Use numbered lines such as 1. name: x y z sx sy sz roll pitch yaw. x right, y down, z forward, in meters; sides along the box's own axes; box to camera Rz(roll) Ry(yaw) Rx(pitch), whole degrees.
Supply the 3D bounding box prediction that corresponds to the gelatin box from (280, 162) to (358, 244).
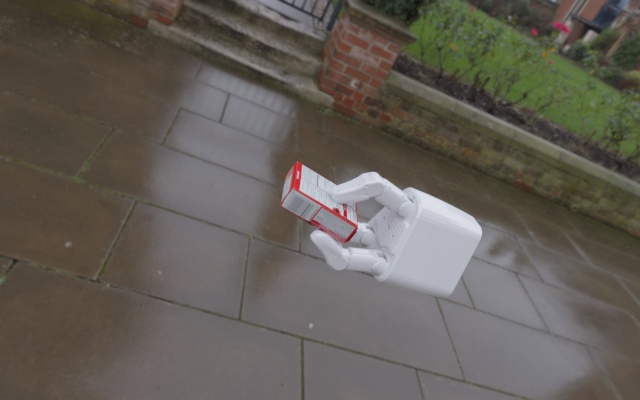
1. gelatin box: 0.000 0.001 0.547 0.089 0.030 0.073 31 24 -15
